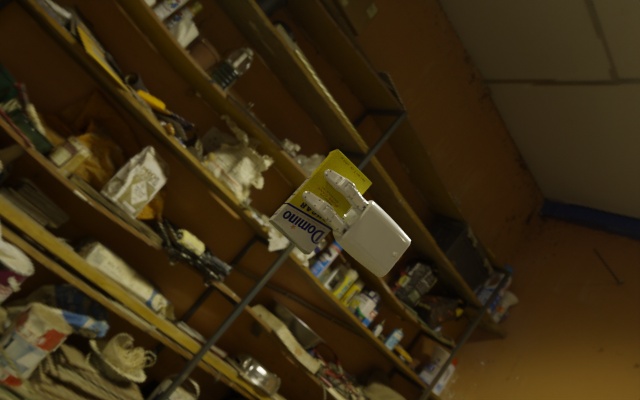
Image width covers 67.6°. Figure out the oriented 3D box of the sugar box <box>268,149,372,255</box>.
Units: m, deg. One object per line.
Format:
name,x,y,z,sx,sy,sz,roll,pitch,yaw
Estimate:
sugar box,0.000,0.003,0.856,0.093,0.176,0.048,43,-14,-9
